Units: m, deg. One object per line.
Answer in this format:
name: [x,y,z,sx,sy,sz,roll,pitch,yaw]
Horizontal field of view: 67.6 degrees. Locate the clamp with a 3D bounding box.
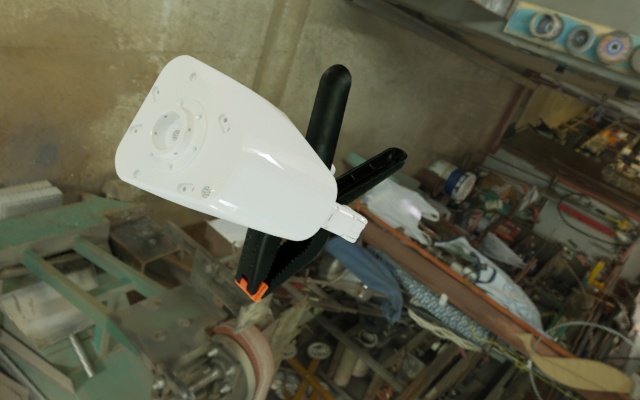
clamp: [0.000,0.002,0.442,0.036,0.210,0.164,36,6,36]
